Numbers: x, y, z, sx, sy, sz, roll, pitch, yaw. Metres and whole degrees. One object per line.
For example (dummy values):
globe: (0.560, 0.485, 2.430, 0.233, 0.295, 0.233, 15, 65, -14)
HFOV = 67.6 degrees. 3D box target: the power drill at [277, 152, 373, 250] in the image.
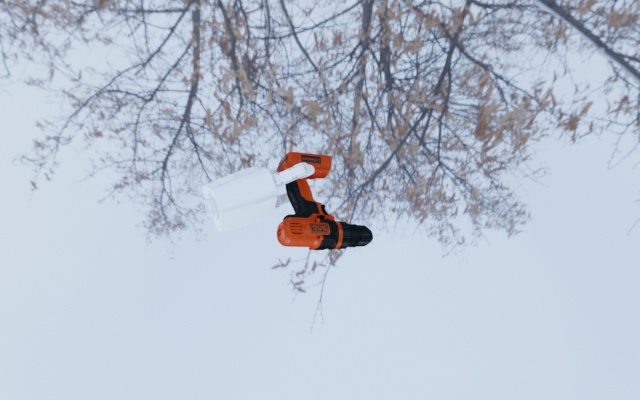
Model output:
power drill: (0.000, 0.003, 0.880, 0.184, 0.187, 0.057, 5, -34, -27)
